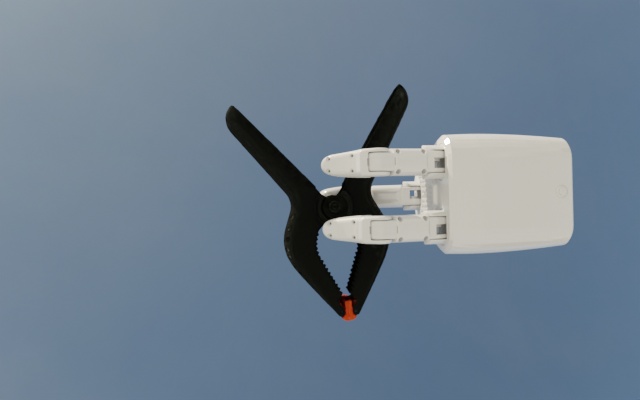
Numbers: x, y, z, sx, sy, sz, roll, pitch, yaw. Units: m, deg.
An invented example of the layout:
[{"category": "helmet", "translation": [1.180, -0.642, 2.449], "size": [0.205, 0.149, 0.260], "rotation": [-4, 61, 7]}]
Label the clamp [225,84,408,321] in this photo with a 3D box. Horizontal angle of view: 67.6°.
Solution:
[{"category": "clamp", "translation": [0.000, 0.002, 0.430], "size": [0.164, 0.210, 0.036], "rotation": [-1, 0, -4]}]
